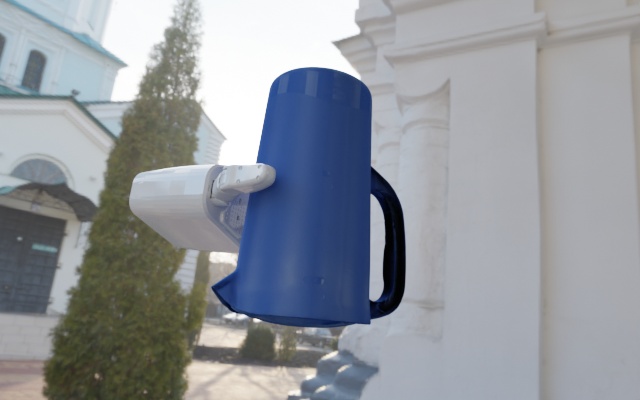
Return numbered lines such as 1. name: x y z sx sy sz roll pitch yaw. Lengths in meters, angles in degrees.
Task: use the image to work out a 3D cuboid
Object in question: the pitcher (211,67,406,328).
1. pitcher: 0.000 0.002 0.474 0.145 0.242 0.149 -2 -16 26
